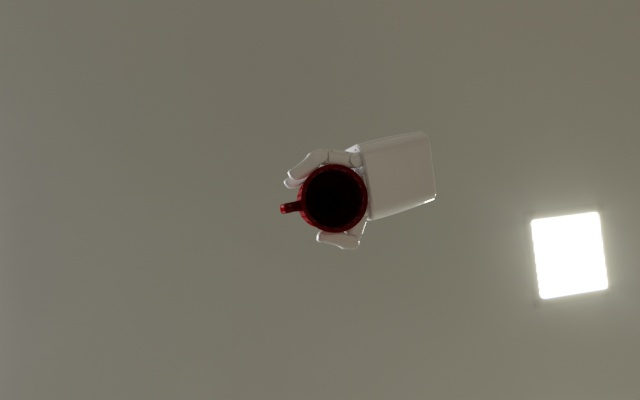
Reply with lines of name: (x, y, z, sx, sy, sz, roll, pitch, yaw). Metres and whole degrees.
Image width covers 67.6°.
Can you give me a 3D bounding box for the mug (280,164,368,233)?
mug: (-0.001, 0.003, 0.676, 0.117, 0.093, 0.081, -14, 0, -12)
